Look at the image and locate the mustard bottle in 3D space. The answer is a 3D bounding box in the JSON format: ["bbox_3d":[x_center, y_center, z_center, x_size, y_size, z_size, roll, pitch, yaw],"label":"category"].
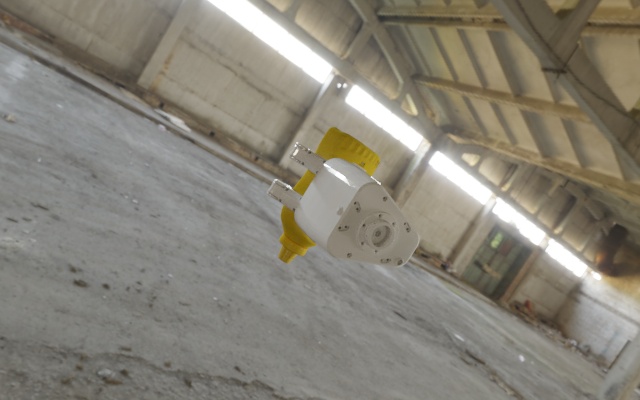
[{"bbox_3d":[0.000,0.002,0.651,0.058,0.191,0.096,35,5,39],"label":"mustard bottle"}]
